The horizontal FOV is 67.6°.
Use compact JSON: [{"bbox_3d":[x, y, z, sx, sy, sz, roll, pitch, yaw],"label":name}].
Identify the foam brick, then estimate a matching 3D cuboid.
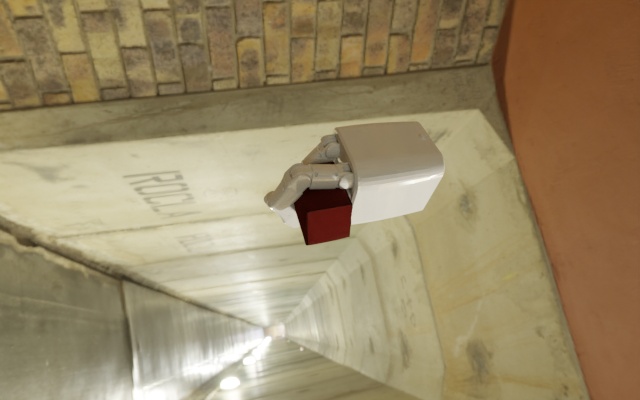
[{"bbox_3d":[0.000,0.002,0.533,0.051,0.053,0.078,-8,44,-12],"label":"foam brick"}]
